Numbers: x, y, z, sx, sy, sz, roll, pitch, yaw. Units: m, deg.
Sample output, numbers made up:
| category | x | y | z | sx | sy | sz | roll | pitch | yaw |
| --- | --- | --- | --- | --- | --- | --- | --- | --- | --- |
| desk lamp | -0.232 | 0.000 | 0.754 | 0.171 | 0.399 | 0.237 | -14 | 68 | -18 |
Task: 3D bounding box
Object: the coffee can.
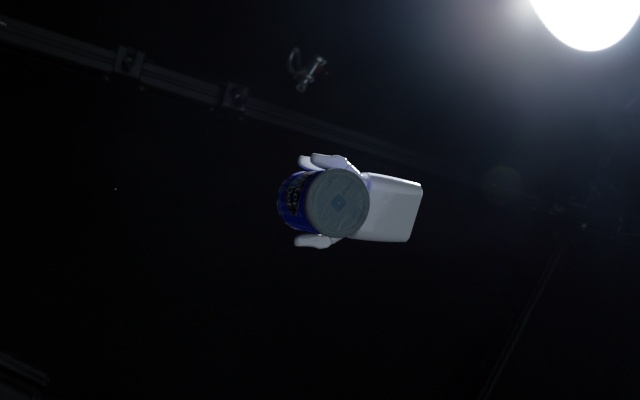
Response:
| category | x | y | z | sx | sy | sz | roll | pitch | yaw |
| --- | --- | --- | --- | --- | --- | --- | --- | --- | --- |
| coffee can | 0.000 | 0.003 | 0.758 | 0.103 | 0.103 | 0.140 | 0 | 1 | -23 |
